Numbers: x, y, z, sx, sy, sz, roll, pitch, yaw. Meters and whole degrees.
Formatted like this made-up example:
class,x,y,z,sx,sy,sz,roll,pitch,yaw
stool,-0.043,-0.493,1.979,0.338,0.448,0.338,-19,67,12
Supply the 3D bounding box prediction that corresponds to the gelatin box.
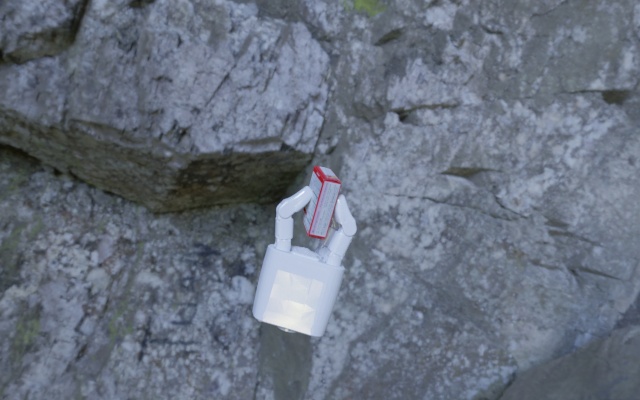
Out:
class,x,y,z,sx,sy,sz,roll,pitch,yaw
gelatin box,0.000,0.002,0.694,0.030,0.089,0.073,11,16,-14
